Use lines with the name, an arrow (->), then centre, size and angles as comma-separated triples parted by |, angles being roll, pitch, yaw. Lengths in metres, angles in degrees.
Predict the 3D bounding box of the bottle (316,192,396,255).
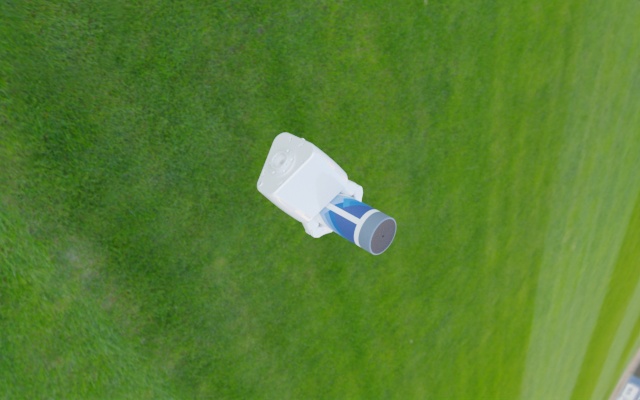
bottle -> 0.000, 0.003, 0.857 | 0.295, 0.069, 0.069 | 29, 19, 39
